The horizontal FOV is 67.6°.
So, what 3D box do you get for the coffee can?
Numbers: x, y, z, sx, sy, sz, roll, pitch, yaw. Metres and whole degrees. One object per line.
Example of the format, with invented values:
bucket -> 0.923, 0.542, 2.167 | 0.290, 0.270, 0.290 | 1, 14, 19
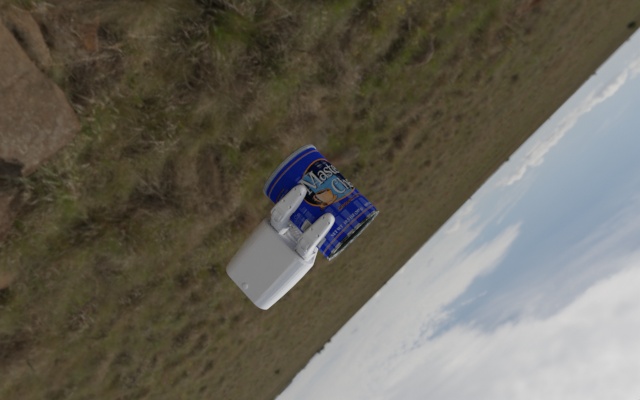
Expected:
coffee can -> 0.000, 0.002, 0.699 | 0.103, 0.140, 0.103 | -43, -11, -10
